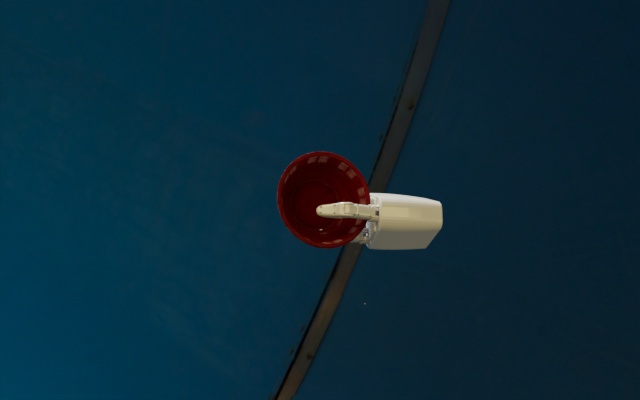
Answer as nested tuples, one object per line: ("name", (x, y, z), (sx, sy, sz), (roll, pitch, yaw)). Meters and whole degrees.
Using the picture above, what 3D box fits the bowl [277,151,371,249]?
("bowl", (-0.001, 0.002, 0.801), (0.162, 0.162, 0.055), (0, -11, -19))
